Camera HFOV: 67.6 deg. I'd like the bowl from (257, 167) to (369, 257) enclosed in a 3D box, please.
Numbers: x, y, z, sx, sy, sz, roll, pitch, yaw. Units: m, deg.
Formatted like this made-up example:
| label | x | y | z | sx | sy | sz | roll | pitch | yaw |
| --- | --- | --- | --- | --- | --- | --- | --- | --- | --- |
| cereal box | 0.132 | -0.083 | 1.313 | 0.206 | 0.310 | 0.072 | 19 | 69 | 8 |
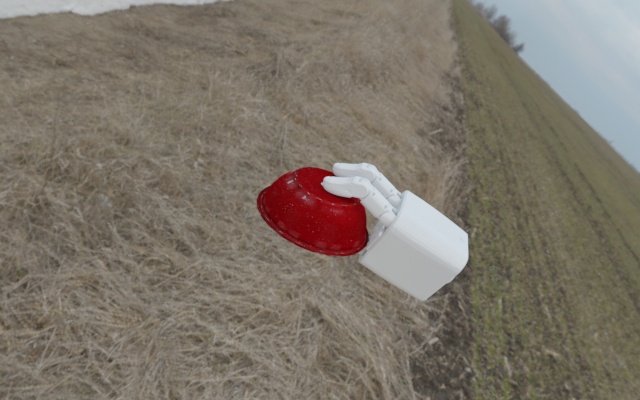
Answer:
| label | x | y | z | sx | sy | sz | roll | pitch | yaw |
| --- | --- | --- | --- | --- | --- | --- | --- | --- | --- |
| bowl | -0.001 | 0.001 | 0.635 | 0.162 | 0.055 | 0.162 | 18 | 28 | -10 |
